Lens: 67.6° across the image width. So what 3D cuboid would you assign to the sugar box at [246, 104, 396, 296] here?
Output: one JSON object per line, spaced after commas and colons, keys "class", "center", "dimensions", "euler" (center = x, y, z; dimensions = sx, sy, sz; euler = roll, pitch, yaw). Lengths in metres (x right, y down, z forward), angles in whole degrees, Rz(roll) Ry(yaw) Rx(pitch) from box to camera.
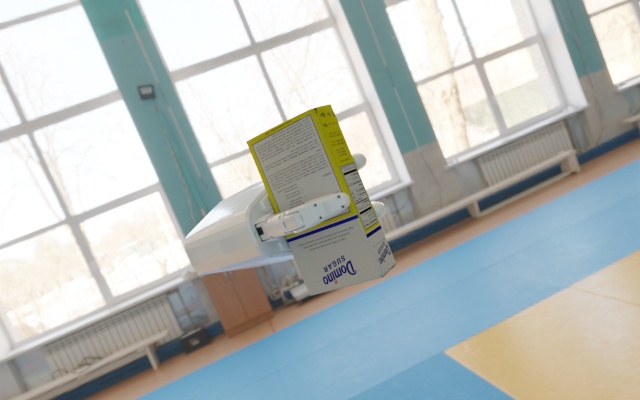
{"class": "sugar box", "center": [0.000, 0.001, 0.488], "dimensions": [0.093, 0.176, 0.048], "euler": [-20, 5, 33]}
